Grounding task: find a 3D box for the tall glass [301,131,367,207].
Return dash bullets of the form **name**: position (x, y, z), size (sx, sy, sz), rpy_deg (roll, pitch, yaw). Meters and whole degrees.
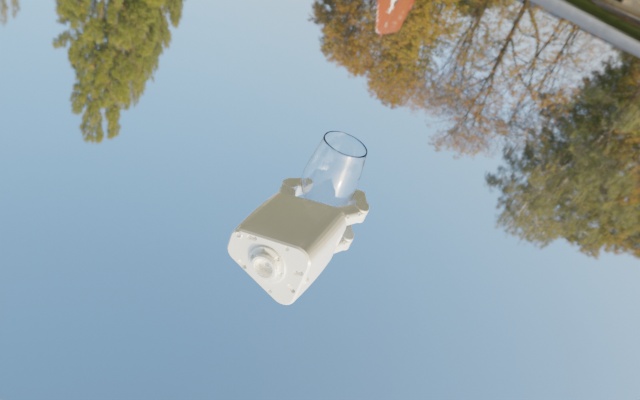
- **tall glass**: position (0.000, 0.003, 0.679), size (0.079, 0.201, 0.079), rpy_deg (16, 33, -11)
